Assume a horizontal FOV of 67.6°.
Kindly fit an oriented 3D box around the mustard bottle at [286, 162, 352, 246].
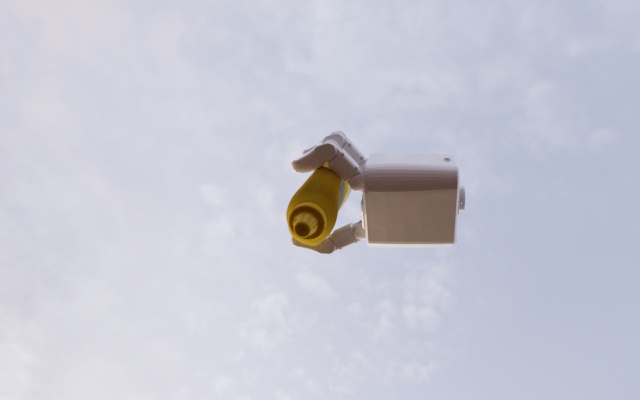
[{"bbox_3d":[0.000,0.002,0.583,0.058,0.096,0.191,23,21,3],"label":"mustard bottle"}]
